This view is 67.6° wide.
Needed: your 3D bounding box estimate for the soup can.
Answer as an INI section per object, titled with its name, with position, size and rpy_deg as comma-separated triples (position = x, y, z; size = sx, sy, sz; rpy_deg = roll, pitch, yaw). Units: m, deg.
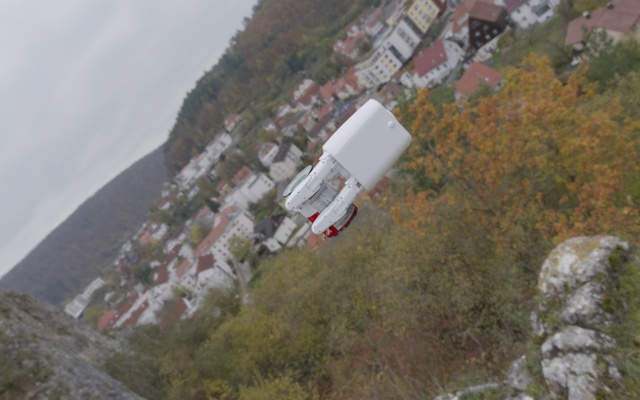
[soup can]
position = 0.000, 0.003, 0.754
size = 0.102, 0.068, 0.068
rpy_deg = 43, -13, -14
